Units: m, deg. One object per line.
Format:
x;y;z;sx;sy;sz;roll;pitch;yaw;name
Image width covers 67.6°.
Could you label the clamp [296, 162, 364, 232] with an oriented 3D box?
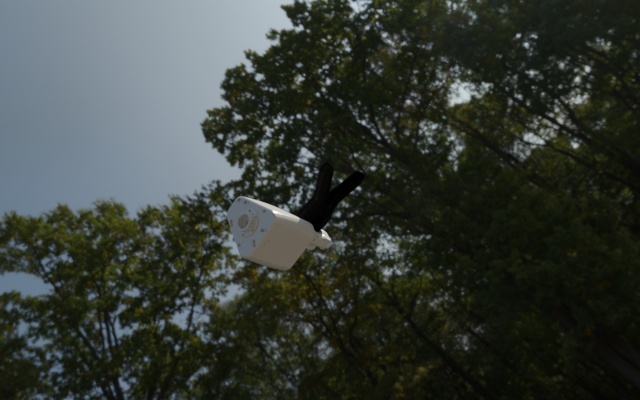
0.000;0.003;0.862;0.039;0.171;0.120;44;11;37;clamp
